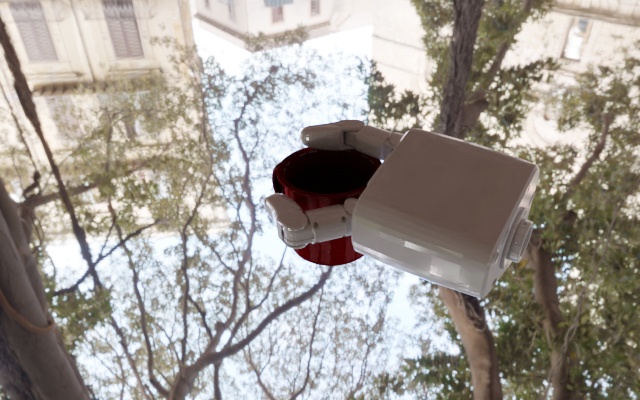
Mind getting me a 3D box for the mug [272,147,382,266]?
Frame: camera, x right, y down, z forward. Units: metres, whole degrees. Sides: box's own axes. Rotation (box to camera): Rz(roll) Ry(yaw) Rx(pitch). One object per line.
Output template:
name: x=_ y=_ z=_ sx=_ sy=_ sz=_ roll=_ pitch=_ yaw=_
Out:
mug: x=-0.001 y=0.001 z=0.442 sx=0.117 sy=0.082 sz=0.093 roll=21 pitch=40 yaw=31
